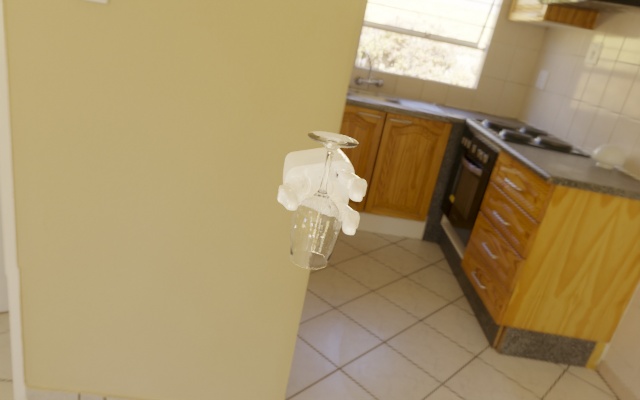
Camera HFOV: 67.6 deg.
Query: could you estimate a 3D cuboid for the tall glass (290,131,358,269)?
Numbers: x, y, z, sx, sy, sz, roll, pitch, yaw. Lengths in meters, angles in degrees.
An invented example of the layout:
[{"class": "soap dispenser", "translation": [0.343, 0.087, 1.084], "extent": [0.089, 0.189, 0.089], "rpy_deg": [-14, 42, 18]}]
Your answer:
[{"class": "tall glass", "translation": [0.000, 0.002, 0.721], "extent": [0.079, 0.201, 0.079], "rpy_deg": [10, 21, -4]}]
